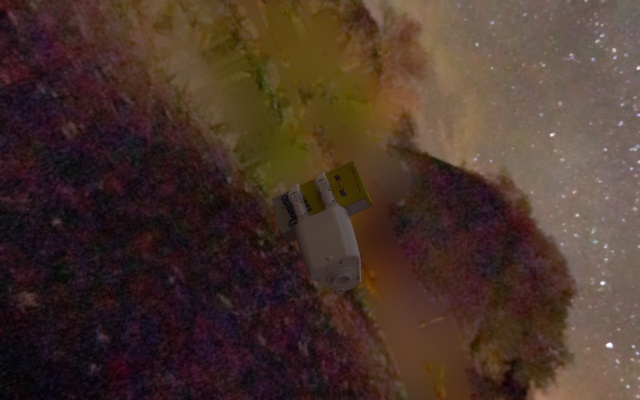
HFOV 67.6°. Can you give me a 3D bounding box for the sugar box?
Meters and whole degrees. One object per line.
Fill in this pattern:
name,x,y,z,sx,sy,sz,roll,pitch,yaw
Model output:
sugar box,0.000,0.003,0.897,0.176,0.093,0.048,-24,-40,7
